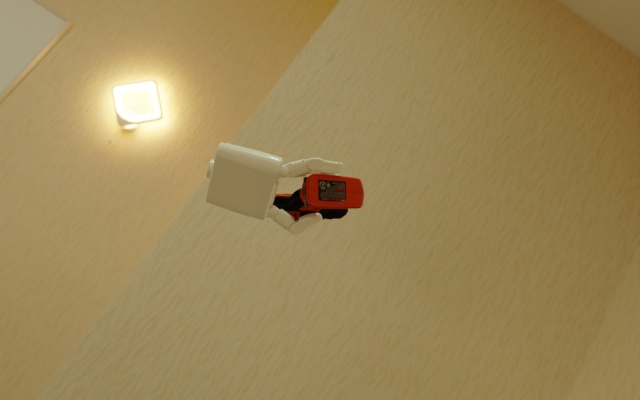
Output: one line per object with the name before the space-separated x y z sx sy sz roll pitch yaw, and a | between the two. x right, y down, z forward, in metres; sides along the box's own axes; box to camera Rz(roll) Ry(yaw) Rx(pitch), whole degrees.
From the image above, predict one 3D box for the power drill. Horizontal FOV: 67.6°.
power drill | 0.000 0.003 0.865 0.184 0.057 0.188 1 -12 -26
